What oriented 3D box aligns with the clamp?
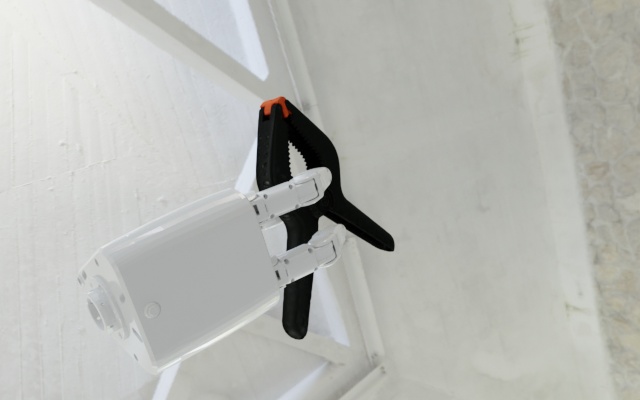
[{"bbox_3d":[-0.001,0.001,0.458,0.036,0.210,0.164,-4,18,45],"label":"clamp"}]
